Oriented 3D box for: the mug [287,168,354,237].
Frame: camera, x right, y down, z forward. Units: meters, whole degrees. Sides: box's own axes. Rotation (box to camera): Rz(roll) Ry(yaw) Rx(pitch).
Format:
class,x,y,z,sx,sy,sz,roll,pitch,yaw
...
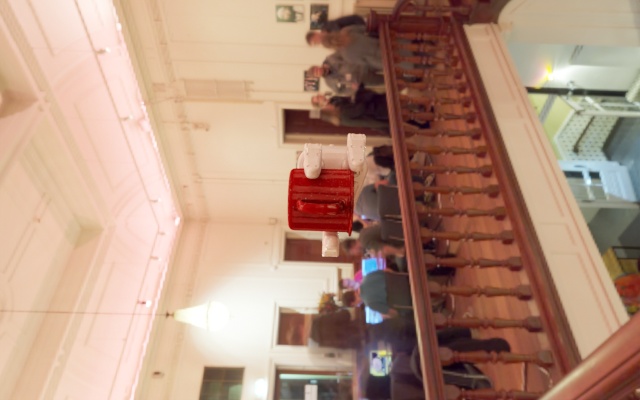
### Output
class,x,y,z,sx,sy,sz,roll,pitch,yaw
mug,0.000,0.002,0.609,0.081,0.093,0.117,2,12,0
